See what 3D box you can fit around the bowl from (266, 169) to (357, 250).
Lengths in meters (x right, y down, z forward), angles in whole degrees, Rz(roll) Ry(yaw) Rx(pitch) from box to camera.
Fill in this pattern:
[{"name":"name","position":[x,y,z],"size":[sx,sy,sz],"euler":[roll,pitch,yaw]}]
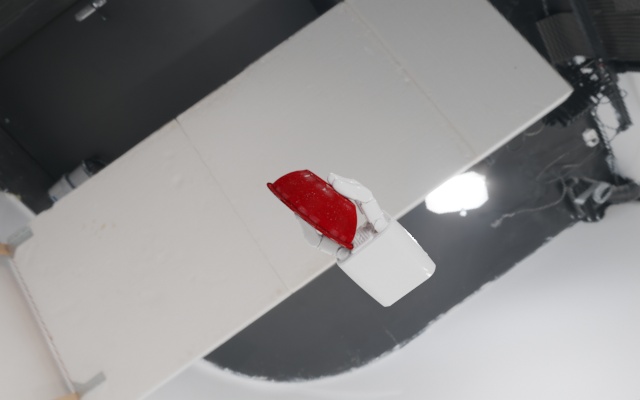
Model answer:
[{"name":"bowl","position":[-0.001,0.001,0.706],"size":[0.162,0.055,0.162],"euler":[36,5,-3]}]
